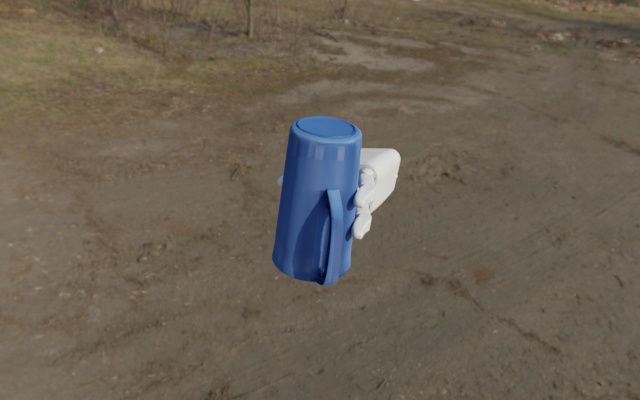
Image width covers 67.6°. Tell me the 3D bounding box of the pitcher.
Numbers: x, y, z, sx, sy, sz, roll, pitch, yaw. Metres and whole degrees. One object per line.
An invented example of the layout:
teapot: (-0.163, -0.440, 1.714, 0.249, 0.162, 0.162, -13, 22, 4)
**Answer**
pitcher: (0.000, 0.002, 0.748, 0.149, 0.243, 0.145, 20, 30, 24)
